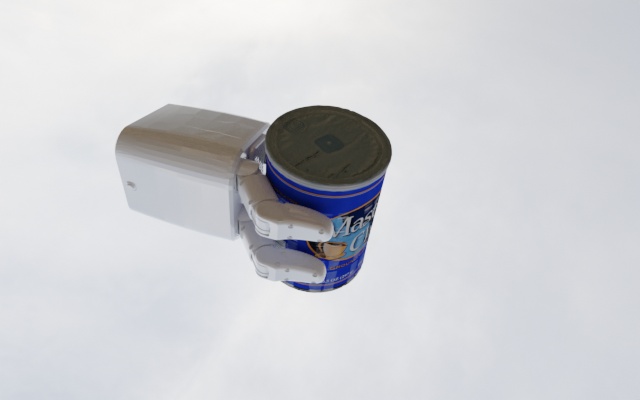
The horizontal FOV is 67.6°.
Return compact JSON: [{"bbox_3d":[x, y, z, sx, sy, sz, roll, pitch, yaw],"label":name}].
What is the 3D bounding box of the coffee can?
[{"bbox_3d":[0.000,0.001,0.431,0.103,0.102,0.140,0,-45,-8],"label":"coffee can"}]
